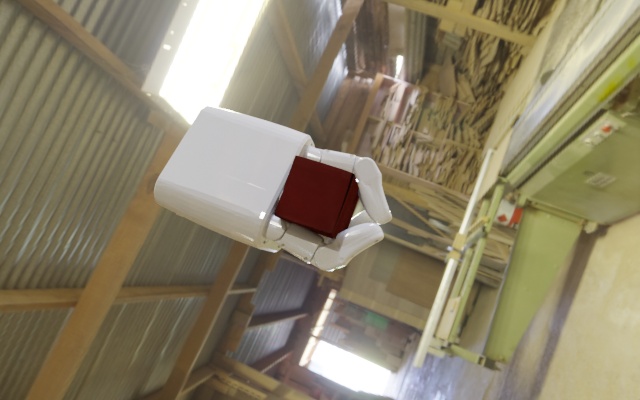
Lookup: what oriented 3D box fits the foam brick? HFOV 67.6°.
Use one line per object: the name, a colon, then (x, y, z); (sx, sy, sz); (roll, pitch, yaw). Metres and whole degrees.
foam brick: (0.000, 0.001, 0.406); (0.051, 0.053, 0.078); (19, -6, 11)
